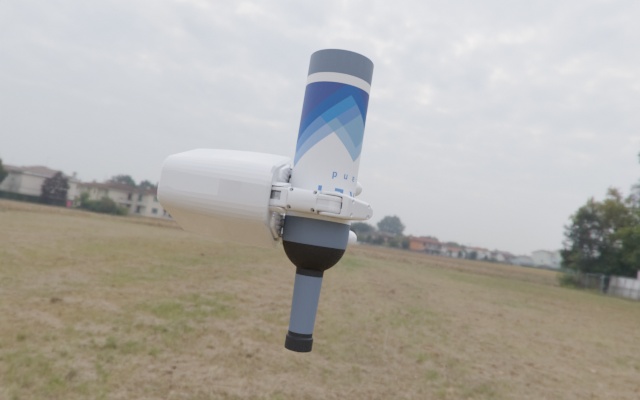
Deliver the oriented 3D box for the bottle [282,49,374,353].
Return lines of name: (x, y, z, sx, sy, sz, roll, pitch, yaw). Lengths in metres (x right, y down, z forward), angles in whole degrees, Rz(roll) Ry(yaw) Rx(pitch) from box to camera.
bottle: (0.000, 0.001, 0.482, 0.069, 0.295, 0.069, 9, -4, 1)
